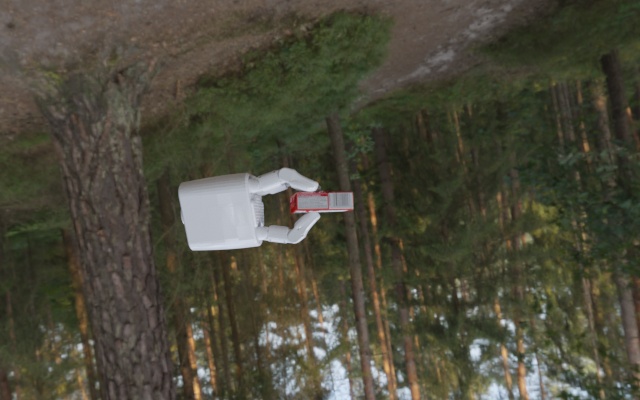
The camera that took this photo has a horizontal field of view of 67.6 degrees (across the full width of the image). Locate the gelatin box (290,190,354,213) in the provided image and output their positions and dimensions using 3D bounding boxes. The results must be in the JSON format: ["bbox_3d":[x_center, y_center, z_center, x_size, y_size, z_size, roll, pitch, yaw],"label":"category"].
[{"bbox_3d":[0.000,0.003,0.730,0.089,0.030,0.073,-1,-4,-8],"label":"gelatin box"}]
